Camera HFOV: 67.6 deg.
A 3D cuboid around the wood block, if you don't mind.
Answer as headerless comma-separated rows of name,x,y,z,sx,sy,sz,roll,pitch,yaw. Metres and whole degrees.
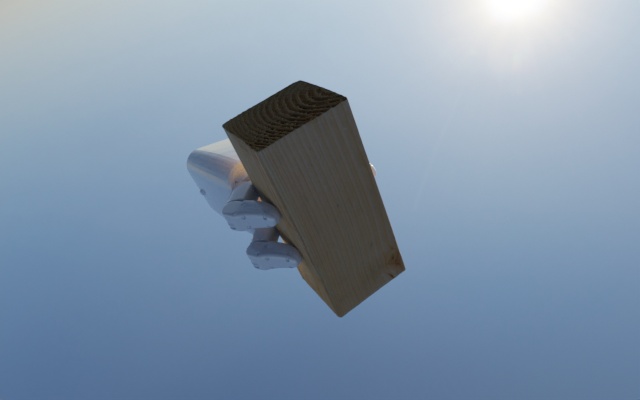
wood block,0.000,0.001,0.468,0.091,0.206,0.090,-34,36,-14
